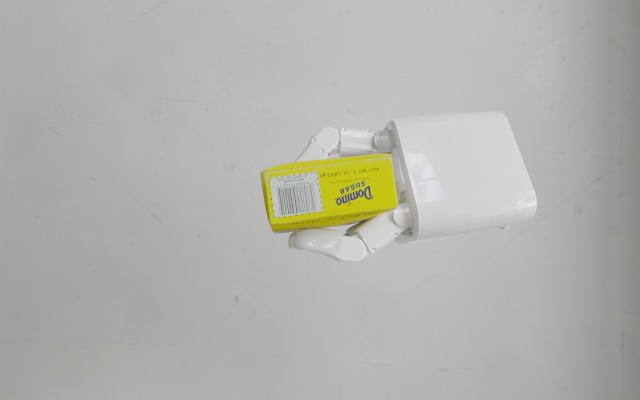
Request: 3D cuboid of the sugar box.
[{"bbox_3d":[0.000,0.002,0.413,0.093,0.048,0.176,-7,-8,-5],"label":"sugar box"}]
